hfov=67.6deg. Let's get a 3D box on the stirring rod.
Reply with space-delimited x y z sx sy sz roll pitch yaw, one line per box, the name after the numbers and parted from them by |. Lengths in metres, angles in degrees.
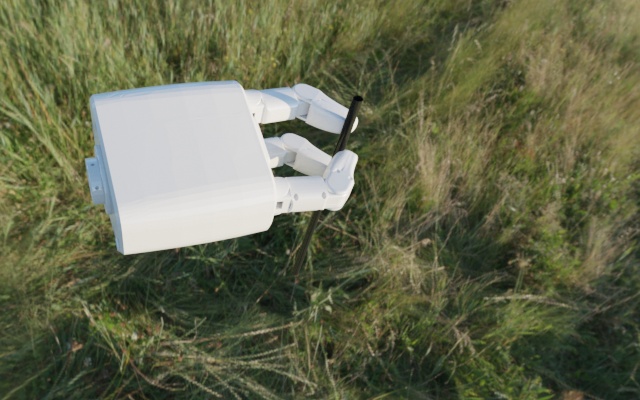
0.000 0.002 0.449 0.011 0.011 0.240 0 -41 -18 | stirring rod
